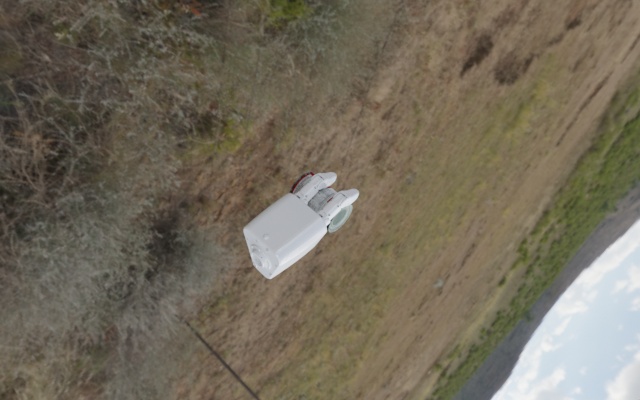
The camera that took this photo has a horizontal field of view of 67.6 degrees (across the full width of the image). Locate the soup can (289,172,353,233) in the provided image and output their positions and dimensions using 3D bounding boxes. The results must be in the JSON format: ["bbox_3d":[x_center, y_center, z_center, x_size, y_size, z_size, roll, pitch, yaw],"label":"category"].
[{"bbox_3d":[0.001,0.003,0.882,0.102,0.068,0.068,39,17,22],"label":"soup can"}]
